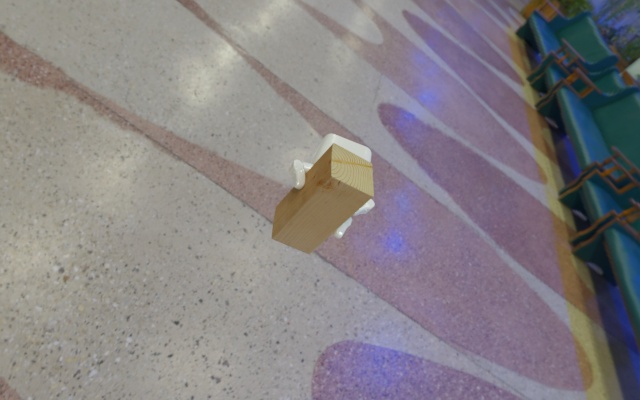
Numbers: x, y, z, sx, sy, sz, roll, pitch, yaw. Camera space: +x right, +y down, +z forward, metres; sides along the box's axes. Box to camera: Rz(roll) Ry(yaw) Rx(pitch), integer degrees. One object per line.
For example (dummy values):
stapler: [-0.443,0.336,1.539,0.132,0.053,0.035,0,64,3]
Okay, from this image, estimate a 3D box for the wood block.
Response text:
wood block: [0.000,0.002,0.896,0.091,0.090,0.206,26,-48,-22]
